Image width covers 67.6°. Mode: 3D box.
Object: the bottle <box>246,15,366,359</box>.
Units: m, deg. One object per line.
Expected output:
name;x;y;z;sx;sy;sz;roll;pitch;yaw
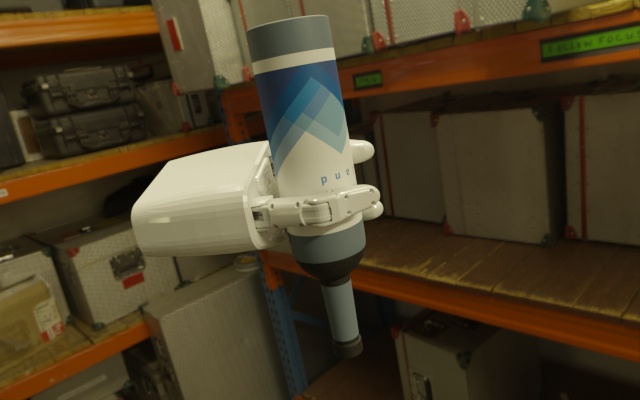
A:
bottle;0.000;0.001;0.413;0.069;0.296;0.069;-10;14;3
